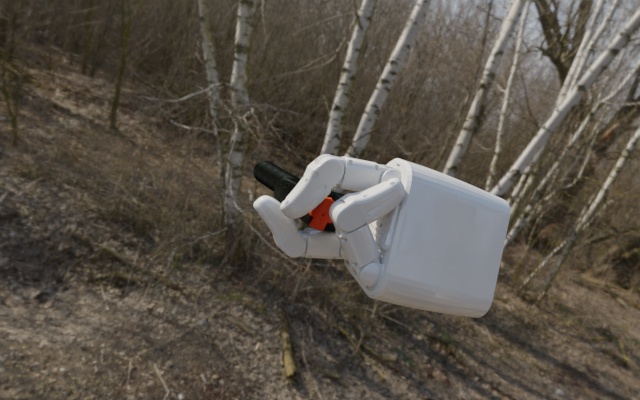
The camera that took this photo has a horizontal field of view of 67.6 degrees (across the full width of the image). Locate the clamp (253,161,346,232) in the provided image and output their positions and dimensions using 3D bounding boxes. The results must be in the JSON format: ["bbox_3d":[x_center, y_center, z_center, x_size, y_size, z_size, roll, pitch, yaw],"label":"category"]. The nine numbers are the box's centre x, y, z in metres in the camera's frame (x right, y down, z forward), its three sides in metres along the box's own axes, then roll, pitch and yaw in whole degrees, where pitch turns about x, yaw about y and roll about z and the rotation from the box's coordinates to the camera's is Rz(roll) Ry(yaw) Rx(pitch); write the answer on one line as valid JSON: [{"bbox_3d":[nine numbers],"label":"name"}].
[{"bbox_3d":[0.000,0.001,0.470,0.120,0.039,0.171,16,10,-18],"label":"clamp"}]
